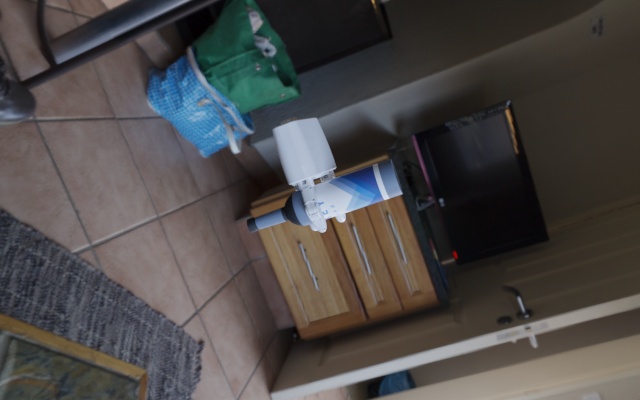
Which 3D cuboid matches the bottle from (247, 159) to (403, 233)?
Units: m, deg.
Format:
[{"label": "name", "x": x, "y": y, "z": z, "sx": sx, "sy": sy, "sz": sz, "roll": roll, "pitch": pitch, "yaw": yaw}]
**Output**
[{"label": "bottle", "x": 0.000, "y": 0.003, "z": 0.883, "sx": 0.296, "sy": 0.069, "sz": 0.069, "roll": -19, "pitch": -4, "yaw": 13}]
